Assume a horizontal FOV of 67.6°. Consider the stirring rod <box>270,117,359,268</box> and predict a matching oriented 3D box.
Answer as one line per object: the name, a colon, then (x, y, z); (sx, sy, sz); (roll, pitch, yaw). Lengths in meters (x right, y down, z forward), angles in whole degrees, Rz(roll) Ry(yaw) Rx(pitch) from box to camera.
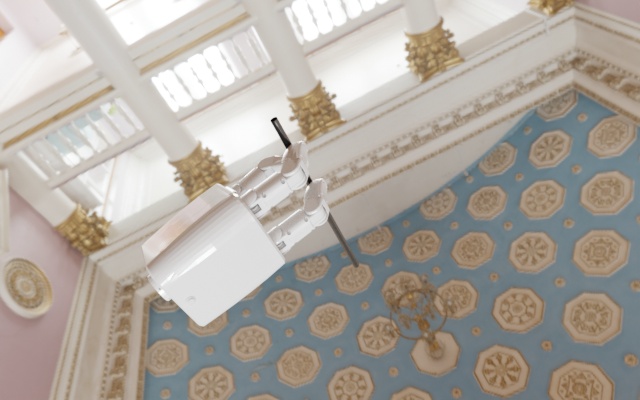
stirring rod: (0.000, 0.002, 0.552); (0.011, 0.011, 0.240); (0, -44, 33)
